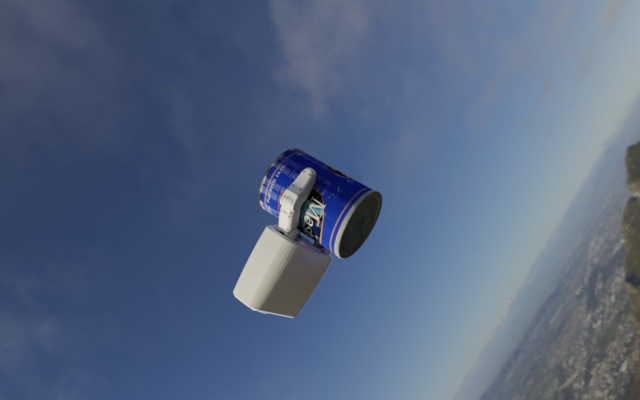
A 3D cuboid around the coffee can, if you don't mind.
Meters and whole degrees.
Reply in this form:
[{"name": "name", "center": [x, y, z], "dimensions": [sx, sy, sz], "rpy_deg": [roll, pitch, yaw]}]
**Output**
[{"name": "coffee can", "center": [0.000, 0.002, 0.668], "dimensions": [0.140, 0.103, 0.103], "rpy_deg": [30, 14, 25]}]
